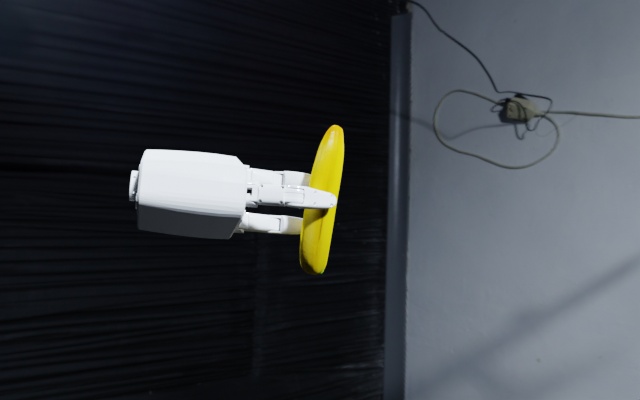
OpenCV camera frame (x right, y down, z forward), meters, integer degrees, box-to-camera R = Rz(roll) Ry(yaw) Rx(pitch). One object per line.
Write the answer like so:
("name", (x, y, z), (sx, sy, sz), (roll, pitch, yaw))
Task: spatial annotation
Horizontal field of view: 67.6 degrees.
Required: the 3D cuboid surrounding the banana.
("banana", (-0.001, 0.011, 0.571), (0.037, 0.198, 0.069), (8, 18, -1))
